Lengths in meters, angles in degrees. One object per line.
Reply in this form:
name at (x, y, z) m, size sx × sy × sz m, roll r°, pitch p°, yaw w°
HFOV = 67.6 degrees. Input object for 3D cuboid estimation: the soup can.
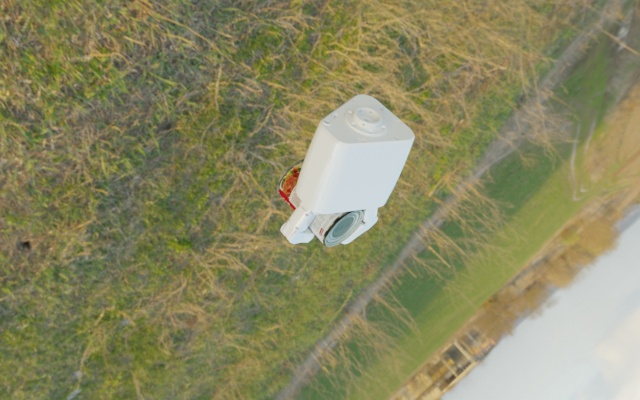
soup can at (0.000, 0.003, 0.623) m, size 0.102 × 0.068 × 0.068 m, roll 47°, pitch 25°, yaw 25°
